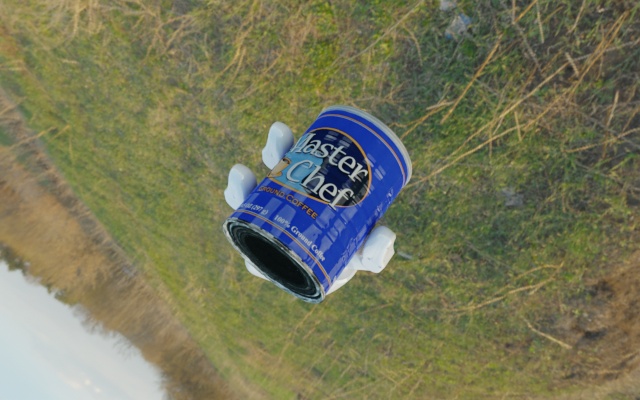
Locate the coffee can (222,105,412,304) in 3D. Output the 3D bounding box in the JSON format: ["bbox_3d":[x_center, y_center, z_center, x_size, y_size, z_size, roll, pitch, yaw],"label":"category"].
[{"bbox_3d":[0.000,0.001,0.413,0.103,0.140,0.103,31,-25,17],"label":"coffee can"}]
